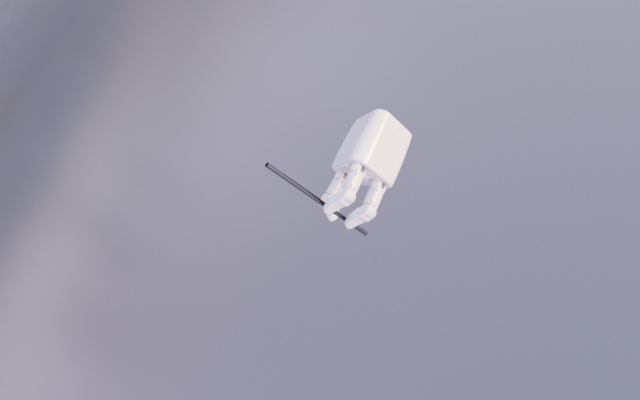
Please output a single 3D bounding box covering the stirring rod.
[{"bbox_3d":[0.000,0.003,0.798,0.240,0.011,0.011,35,-21,-33],"label":"stirring rod"}]
